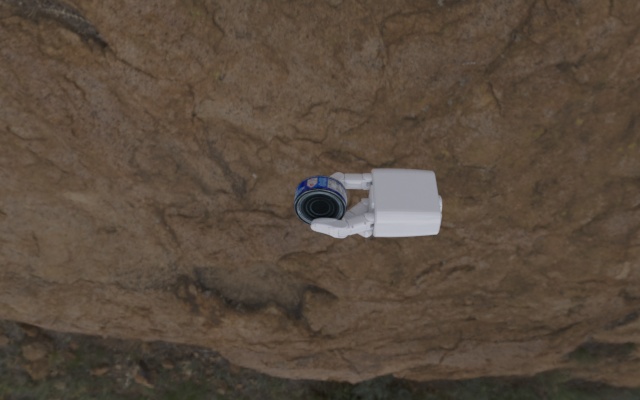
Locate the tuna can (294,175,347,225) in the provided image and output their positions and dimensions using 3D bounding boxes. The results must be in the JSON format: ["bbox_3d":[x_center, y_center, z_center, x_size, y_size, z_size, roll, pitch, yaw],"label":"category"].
[{"bbox_3d":[0.000,0.003,0.766,0.086,0.086,0.033,0,42,4],"label":"tuna can"}]
